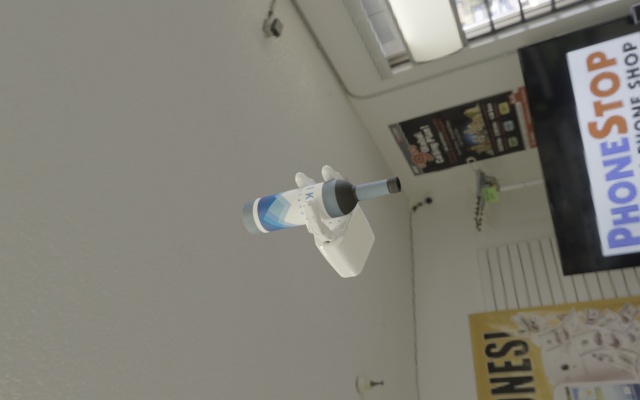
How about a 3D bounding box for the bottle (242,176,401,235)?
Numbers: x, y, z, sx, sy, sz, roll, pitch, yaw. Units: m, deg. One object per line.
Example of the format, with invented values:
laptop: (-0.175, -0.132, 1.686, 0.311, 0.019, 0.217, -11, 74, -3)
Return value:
bottle: (0.000, 0.003, 0.859, 0.296, 0.069, 0.069, -13, -5, 23)
